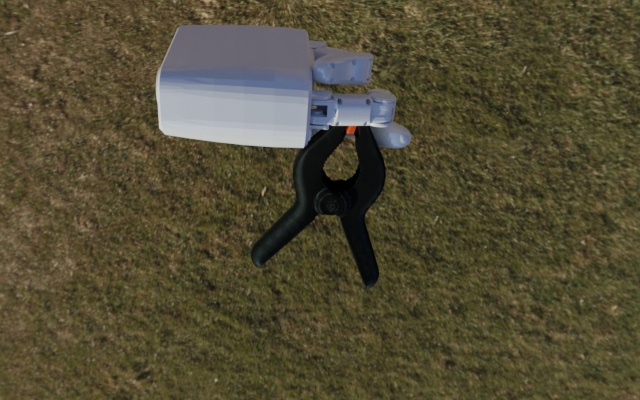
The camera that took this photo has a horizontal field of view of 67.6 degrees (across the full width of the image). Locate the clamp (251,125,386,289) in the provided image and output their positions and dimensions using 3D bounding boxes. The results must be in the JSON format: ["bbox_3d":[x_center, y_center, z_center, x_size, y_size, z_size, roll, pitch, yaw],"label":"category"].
[{"bbox_3d":[0.000,0.001,0.418,0.120,0.171,0.039,2,23,-7],"label":"clamp"}]
